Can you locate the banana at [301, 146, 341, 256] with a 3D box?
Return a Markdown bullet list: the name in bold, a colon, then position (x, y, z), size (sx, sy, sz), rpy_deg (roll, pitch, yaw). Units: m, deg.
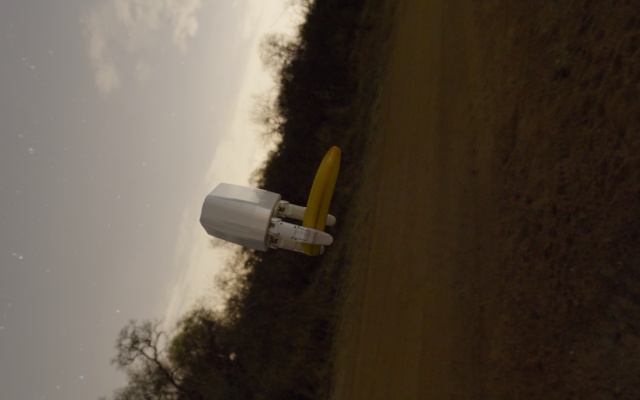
- **banana**: position (-0.003, 0.012, 0.766), size (0.037, 0.198, 0.069), rpy_deg (14, 21, 3)
